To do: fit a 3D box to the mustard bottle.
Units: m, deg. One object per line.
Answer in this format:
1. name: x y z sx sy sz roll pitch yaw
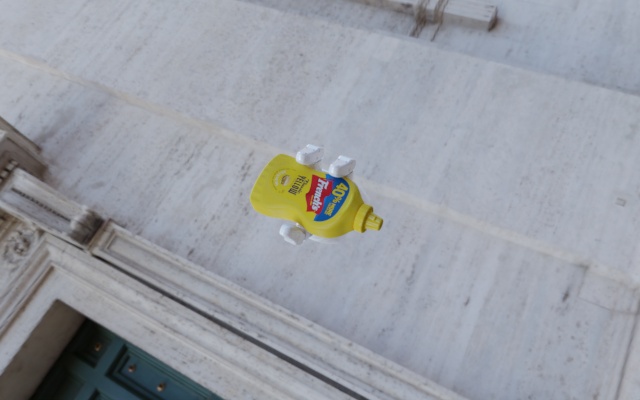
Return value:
1. mustard bottle: 0.000 0.002 0.691 0.191 0.096 0.058 21 -27 20
